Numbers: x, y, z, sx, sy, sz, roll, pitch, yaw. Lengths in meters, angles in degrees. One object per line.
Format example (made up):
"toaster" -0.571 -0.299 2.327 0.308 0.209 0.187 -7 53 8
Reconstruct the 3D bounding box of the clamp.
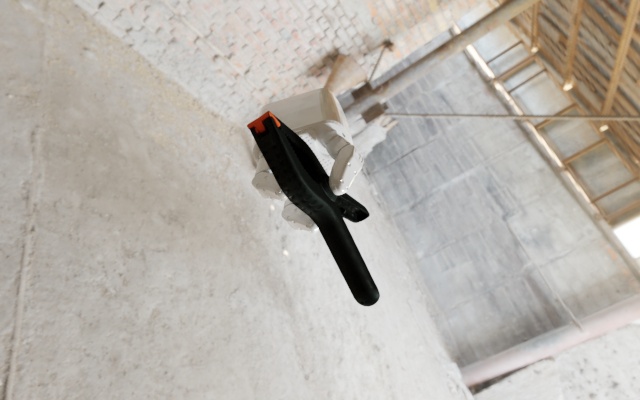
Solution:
"clamp" 0.000 0.001 0.491 0.036 0.210 0.164 -30 33 17
